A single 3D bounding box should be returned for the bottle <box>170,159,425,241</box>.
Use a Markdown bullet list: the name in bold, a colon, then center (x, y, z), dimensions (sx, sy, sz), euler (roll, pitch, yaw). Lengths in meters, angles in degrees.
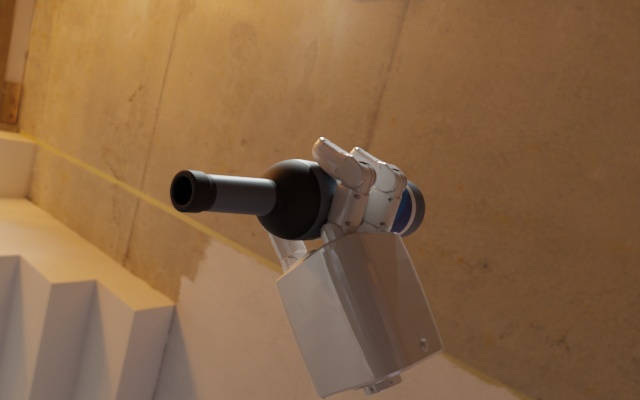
- **bottle**: center (0.000, 0.001, 0.420), dimensions (0.069, 0.069, 0.296), euler (0, -3, 36)
